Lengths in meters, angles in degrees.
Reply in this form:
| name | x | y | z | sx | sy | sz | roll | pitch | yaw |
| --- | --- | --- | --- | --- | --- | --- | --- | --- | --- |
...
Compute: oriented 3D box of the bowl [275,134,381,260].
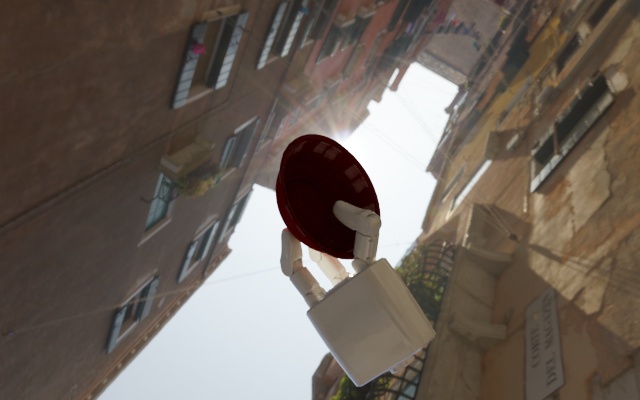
| name | x | y | z | sx | sy | sz | roll | pitch | yaw |
| --- | --- | --- | --- | --- | --- | --- | --- | --- | --- |
| bowl | -0.001 | 0.001 | 0.587 | 0.162 | 0.162 | 0.055 | 0 | -21 | -44 |
